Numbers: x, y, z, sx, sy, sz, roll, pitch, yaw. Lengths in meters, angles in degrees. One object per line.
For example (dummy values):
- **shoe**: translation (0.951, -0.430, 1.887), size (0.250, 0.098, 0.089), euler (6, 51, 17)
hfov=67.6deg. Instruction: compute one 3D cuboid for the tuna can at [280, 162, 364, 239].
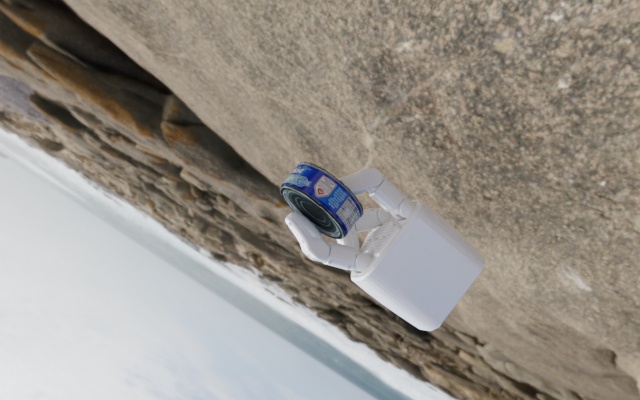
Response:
- **tuna can**: translation (0.000, 0.002, 0.493), size (0.086, 0.033, 0.086), euler (35, -18, 13)
